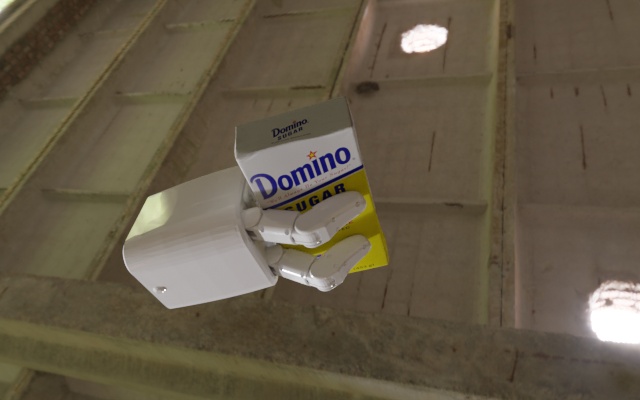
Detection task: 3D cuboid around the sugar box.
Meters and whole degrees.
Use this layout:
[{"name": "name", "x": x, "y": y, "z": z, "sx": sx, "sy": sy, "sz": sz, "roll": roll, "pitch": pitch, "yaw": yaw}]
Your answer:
[{"name": "sugar box", "x": 0.000, "y": 0.002, "z": 0.418, "sx": 0.093, "sy": 0.048, "sz": 0.176, "roll": -15, "pitch": -42, "yaw": 7}]
